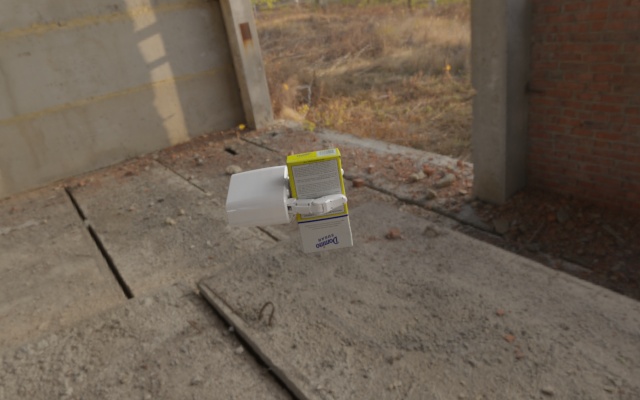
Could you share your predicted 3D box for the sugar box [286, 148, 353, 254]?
[{"bbox_3d":[0.000,0.002,0.845,0.093,0.176,0.048,-8,25,2],"label":"sugar box"}]
